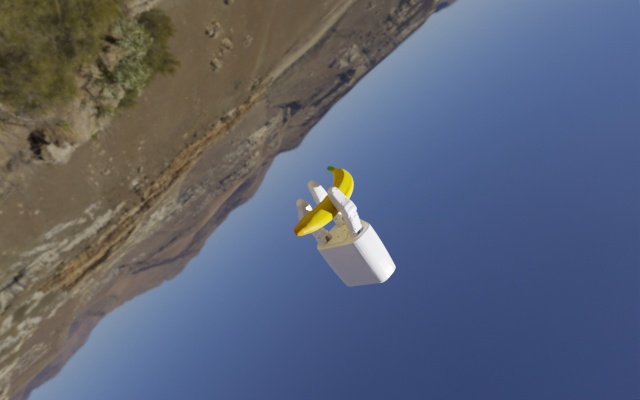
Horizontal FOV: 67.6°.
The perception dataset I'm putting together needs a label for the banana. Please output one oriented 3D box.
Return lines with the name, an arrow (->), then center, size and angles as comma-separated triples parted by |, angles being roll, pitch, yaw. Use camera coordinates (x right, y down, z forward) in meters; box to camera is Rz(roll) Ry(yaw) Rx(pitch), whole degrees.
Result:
banana -> 0.017, -0.002, 0.867 | 0.069, 0.037, 0.197 | -10, 32, 31
